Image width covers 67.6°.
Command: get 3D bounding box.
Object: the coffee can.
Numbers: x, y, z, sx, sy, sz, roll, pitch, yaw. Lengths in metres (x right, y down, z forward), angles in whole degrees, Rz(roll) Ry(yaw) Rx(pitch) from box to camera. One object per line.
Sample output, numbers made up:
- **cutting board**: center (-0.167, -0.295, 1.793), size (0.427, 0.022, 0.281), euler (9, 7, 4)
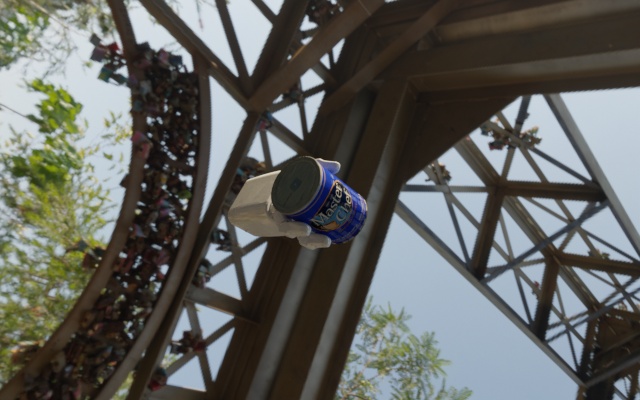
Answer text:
- **coffee can**: center (0.000, 0.003, 0.812), size (0.103, 0.102, 0.140), euler (0, -25, 41)
